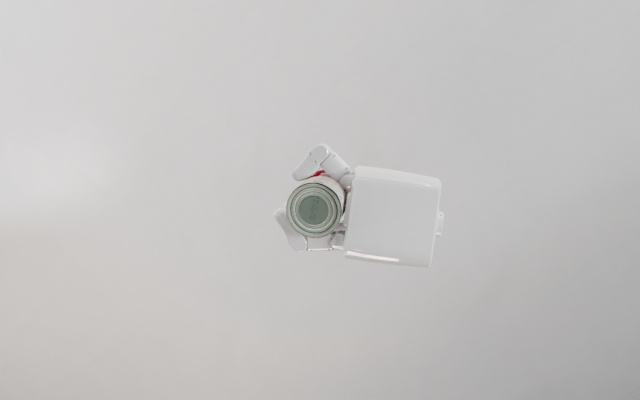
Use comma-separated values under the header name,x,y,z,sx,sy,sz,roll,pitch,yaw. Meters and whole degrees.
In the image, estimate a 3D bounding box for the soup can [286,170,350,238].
name,x,y,z,sx,sy,sz,roll,pitch,yaw
soup can,0.000,0.002,0.599,0.068,0.068,0.102,0,12,10
